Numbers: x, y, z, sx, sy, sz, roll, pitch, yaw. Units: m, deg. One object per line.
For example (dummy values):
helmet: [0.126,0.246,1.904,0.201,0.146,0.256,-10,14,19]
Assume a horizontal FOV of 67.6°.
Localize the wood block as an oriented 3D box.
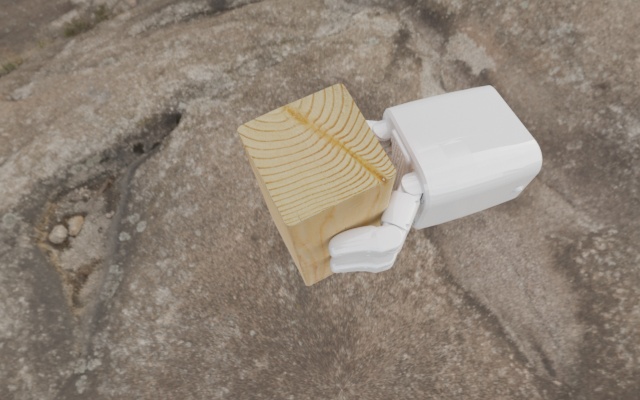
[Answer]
wood block: [0.000,0.001,0.438,0.090,0.090,0.206,-25,-20,-7]
